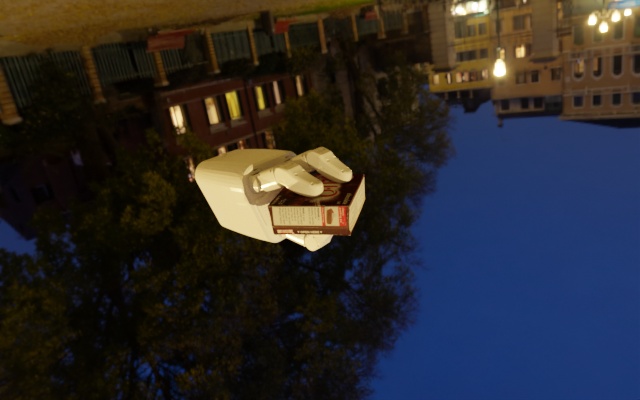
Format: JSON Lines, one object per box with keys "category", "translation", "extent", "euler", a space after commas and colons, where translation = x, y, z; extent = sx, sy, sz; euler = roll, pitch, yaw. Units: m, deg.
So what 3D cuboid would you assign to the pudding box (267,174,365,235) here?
{"category": "pudding box", "translation": [0.000, 0.002, 0.549], "extent": [0.090, 0.039, 0.113], "euler": [-1, 22, 14]}
